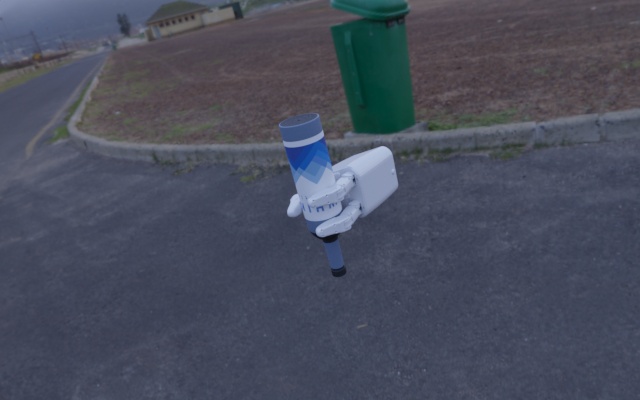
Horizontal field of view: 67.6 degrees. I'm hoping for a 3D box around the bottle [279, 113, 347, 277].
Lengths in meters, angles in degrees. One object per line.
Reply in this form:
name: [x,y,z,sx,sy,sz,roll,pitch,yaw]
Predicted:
bottle: [0.000,0.002,0.817,0.069,0.296,0.069,-12,24,6]
